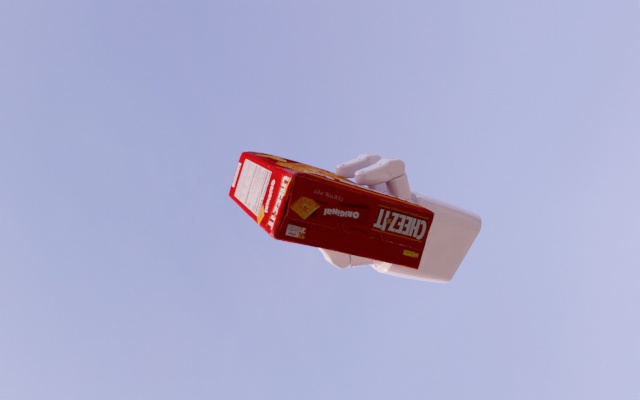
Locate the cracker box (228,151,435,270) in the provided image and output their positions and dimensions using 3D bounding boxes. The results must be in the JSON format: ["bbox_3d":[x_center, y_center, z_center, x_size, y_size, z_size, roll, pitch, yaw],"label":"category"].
[{"bbox_3d":[0.000,0.002,0.550,0.164,0.072,0.213,14,5,-24],"label":"cracker box"}]
